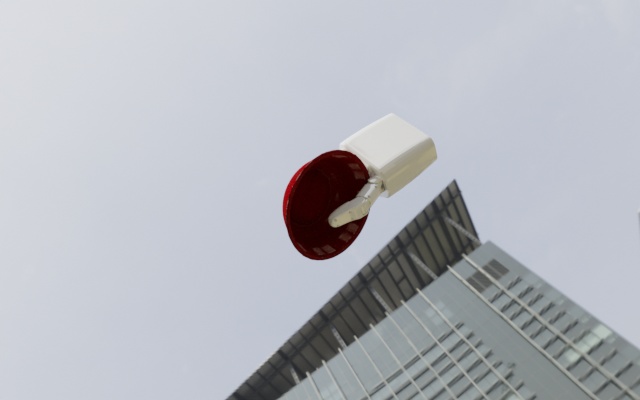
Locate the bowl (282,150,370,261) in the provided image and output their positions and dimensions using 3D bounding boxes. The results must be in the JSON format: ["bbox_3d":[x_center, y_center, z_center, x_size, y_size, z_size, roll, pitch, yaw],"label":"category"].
[{"bbox_3d":[-0.001,0.003,0.690,0.162,0.162,0.055,0,14,-43],"label":"bowl"}]
